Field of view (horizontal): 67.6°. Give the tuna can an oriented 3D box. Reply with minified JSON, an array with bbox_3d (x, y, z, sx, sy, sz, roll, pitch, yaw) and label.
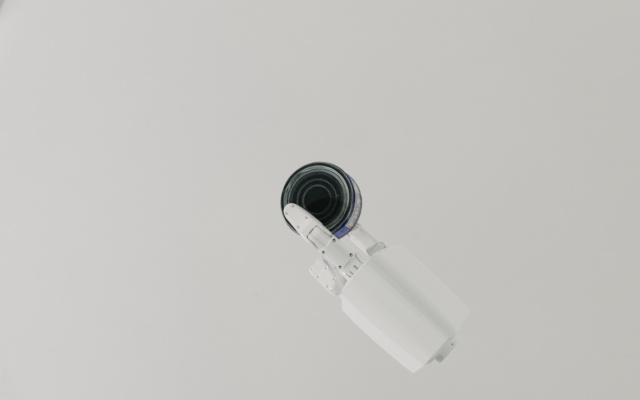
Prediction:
[{"bbox_3d":[0.000,0.002,0.519,0.086,0.086,0.034,0,-11,19],"label":"tuna can"}]
